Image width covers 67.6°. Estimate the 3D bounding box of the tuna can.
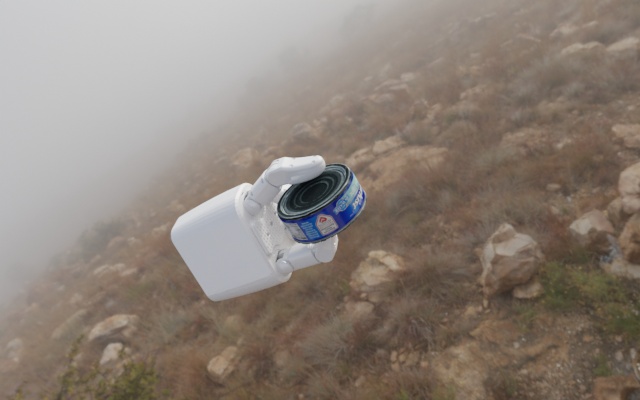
[{"bbox_3d":[0.000,0.001,0.469,0.086,0.034,0.086,-25,28,14],"label":"tuna can"}]
